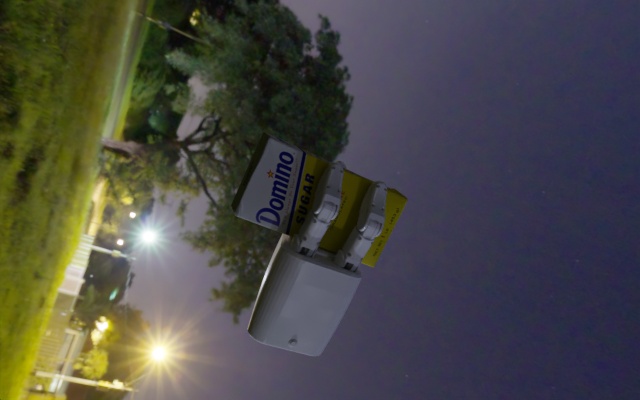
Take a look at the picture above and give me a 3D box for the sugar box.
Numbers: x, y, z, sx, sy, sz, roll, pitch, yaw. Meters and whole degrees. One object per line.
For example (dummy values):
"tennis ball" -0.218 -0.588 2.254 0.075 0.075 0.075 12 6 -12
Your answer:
"sugar box" 0.000 0.002 0.534 0.176 0.093 0.048 21 9 -22
